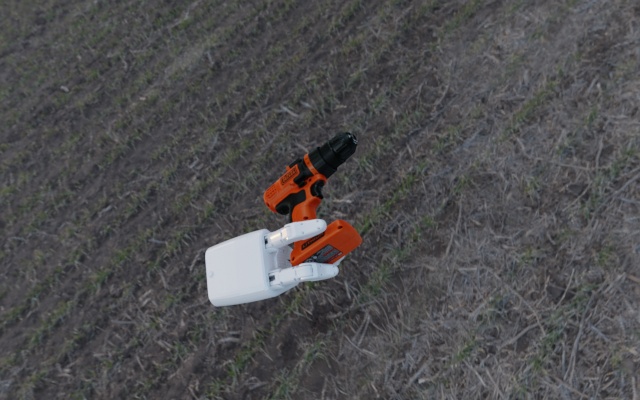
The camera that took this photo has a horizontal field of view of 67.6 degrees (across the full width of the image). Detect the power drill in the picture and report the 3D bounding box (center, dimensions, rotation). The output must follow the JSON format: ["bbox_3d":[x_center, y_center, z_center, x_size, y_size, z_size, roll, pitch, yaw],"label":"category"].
[{"bbox_3d":[0.000,0.003,0.721,0.184,0.187,0.057,-39,-48,21],"label":"power drill"}]
